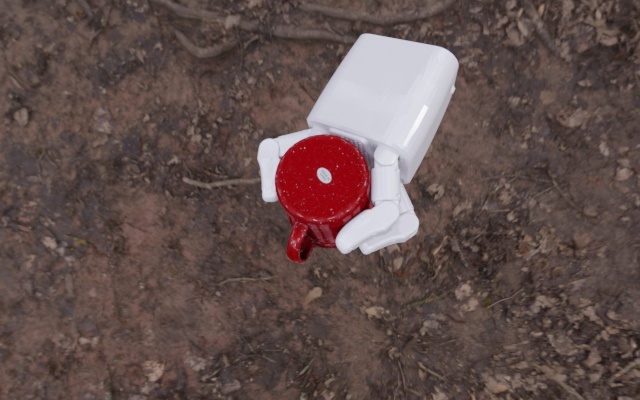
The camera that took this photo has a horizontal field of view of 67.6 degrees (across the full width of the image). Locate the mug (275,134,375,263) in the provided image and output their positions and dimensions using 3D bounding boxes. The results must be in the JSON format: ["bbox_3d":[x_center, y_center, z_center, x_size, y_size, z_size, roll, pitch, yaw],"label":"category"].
[{"bbox_3d":[-0.001,0.003,0.433,0.093,0.117,0.081,26,-11,15],"label":"mug"}]
